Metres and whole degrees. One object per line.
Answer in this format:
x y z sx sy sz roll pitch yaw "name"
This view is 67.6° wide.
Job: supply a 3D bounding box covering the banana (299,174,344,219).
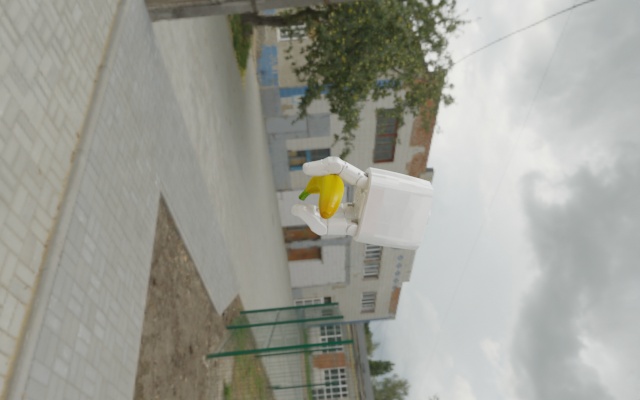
0.008 -0.015 0.749 0.037 0.069 0.198 27 1 -12 "banana"
